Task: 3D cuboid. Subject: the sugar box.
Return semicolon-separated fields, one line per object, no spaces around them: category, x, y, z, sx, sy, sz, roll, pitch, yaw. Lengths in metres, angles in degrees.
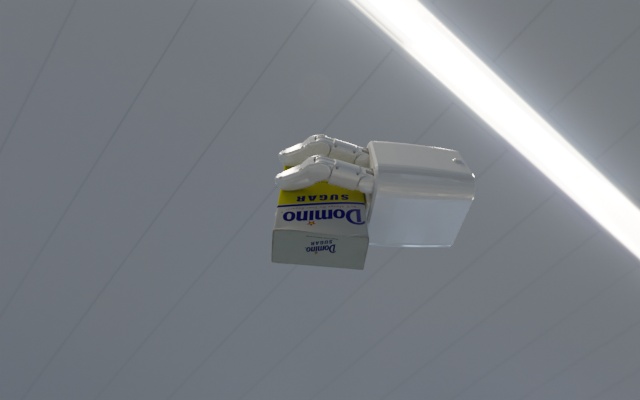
sugar box;0.000;0.001;0.523;0.093;0.048;0.176;5;29;-3
